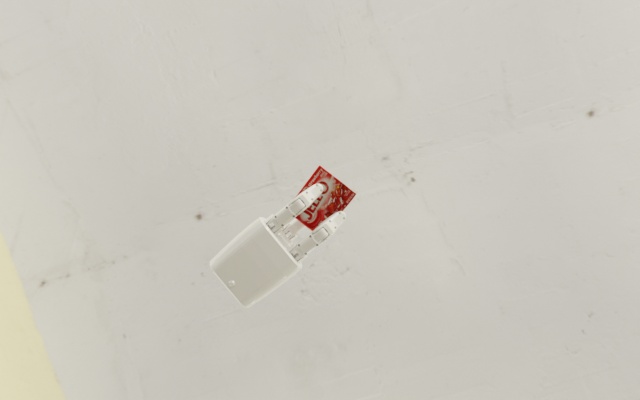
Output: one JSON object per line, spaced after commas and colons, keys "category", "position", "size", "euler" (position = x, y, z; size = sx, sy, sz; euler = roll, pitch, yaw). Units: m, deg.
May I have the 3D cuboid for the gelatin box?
{"category": "gelatin box", "position": [0.000, 0.002, 0.743], "size": [0.073, 0.089, 0.030], "euler": [38, -2, -2]}
